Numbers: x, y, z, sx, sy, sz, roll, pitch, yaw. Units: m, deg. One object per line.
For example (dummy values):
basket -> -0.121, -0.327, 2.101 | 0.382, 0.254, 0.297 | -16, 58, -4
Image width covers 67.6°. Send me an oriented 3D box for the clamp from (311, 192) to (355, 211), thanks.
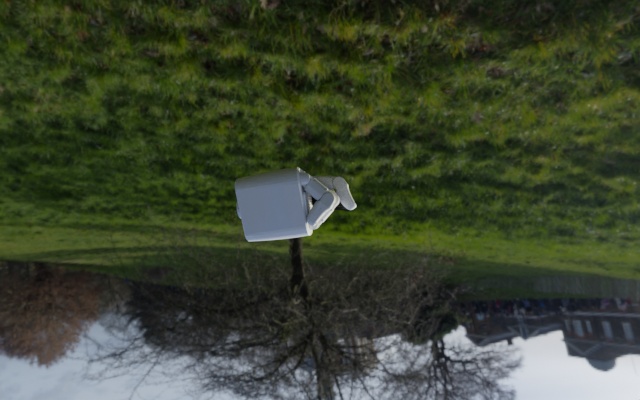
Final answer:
clamp -> 0.000, 0.003, 0.876 | 0.120, 0.039, 0.171 | -6, -7, 7
